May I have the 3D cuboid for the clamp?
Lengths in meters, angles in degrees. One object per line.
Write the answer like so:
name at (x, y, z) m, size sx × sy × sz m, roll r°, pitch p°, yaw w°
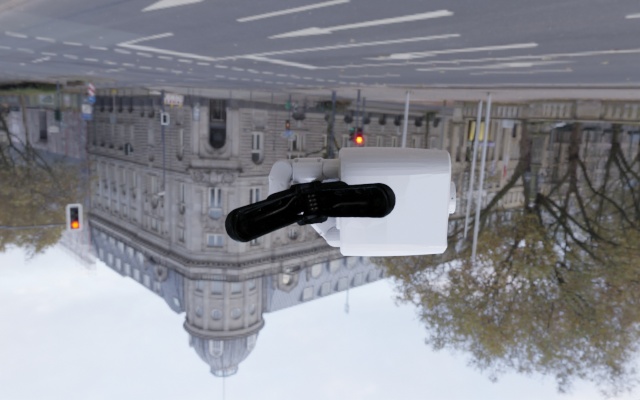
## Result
clamp at (0.000, 0.002, 0.400) m, size 0.120 × 0.039 × 0.171 m, roll -3°, pitch 8°, yaw 7°
